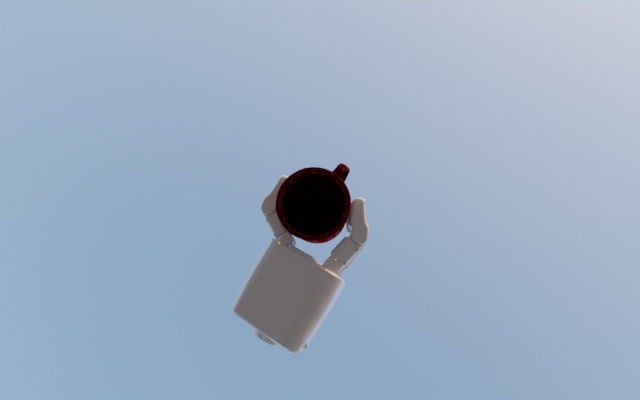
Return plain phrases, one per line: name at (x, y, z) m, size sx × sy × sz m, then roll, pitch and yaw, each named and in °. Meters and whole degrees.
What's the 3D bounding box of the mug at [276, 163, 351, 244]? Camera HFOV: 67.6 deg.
mug at (0.001, 0.001, 0.626) m, size 0.093 × 0.117 × 0.081 m, roll 32°, pitch -9°, yaw 10°
